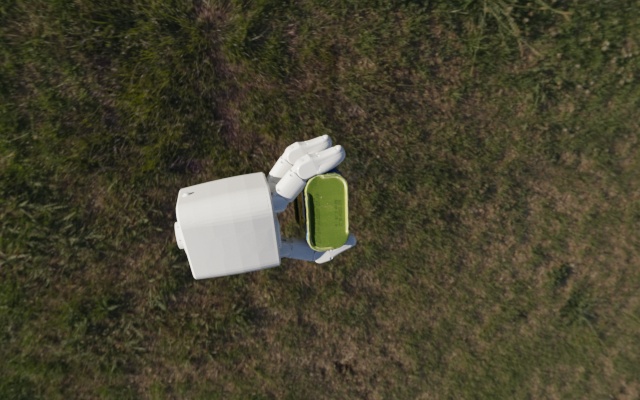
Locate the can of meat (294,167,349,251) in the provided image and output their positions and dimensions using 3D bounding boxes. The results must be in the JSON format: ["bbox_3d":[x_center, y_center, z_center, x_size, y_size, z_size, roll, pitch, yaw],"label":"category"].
[{"bbox_3d":[0.000,0.002,0.593,0.057,0.102,0.084,-7,21,-10],"label":"can of meat"}]
